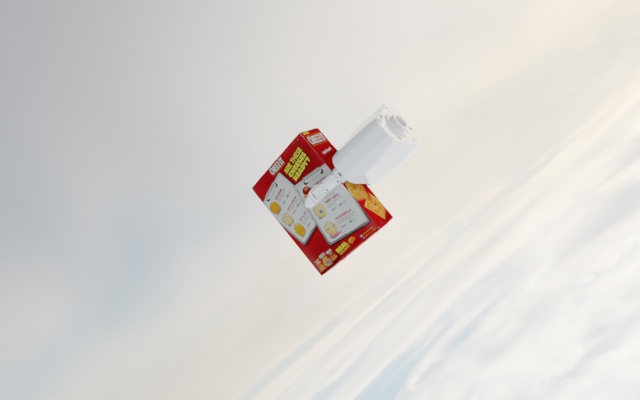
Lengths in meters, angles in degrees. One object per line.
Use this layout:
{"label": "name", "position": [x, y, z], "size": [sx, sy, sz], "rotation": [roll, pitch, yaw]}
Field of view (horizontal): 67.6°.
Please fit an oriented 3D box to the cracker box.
{"label": "cracker box", "position": [0.000, 0.003, 0.867], "size": [0.164, 0.213, 0.072], "rotation": [-44, -9, 34]}
